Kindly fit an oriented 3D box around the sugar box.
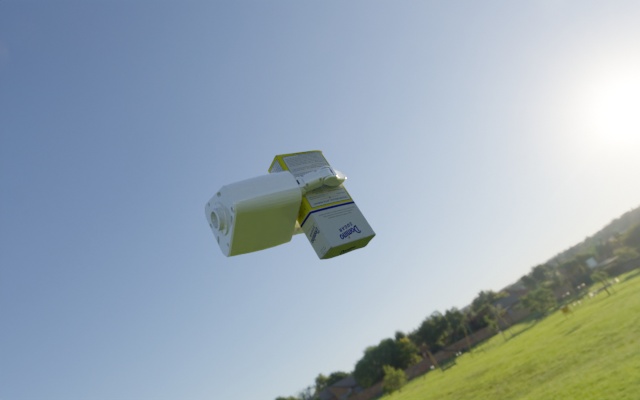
[{"bbox_3d":[0.000,0.003,0.740,0.093,0.176,0.048,-12,-28,-37],"label":"sugar box"}]
